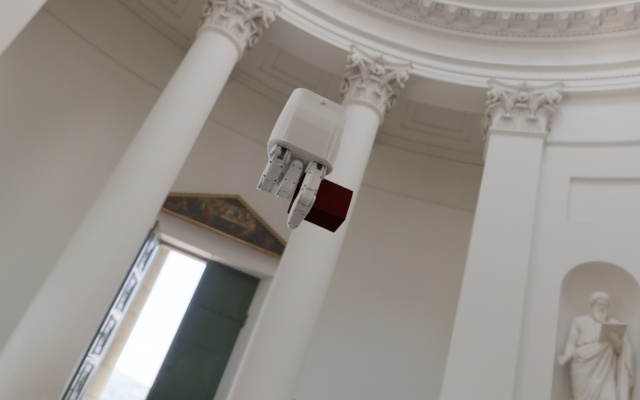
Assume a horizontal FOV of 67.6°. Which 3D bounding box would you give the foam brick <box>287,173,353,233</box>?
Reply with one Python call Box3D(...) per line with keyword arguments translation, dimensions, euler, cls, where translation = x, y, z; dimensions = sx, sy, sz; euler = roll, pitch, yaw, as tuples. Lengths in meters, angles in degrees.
Box3D(translation=(0.000, 0.002, 0.693), dimensions=(0.078, 0.051, 0.053), euler=(24, -30, -9), cls="foam brick")
